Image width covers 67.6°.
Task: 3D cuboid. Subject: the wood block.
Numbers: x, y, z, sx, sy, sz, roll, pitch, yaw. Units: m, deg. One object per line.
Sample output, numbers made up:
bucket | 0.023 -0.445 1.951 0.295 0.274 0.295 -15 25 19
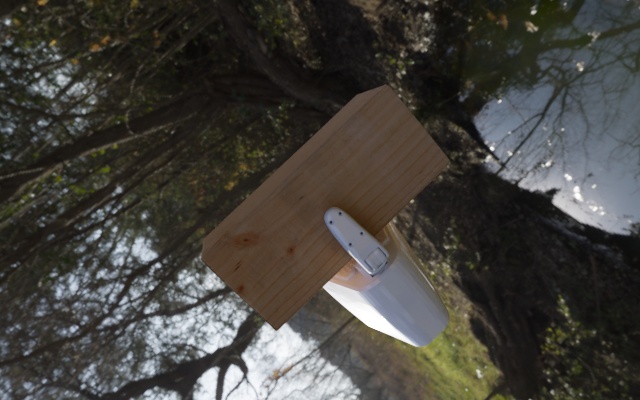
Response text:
wood block | 0.000 0.002 0.431 0.206 0.090 0.091 -44 14 -5
